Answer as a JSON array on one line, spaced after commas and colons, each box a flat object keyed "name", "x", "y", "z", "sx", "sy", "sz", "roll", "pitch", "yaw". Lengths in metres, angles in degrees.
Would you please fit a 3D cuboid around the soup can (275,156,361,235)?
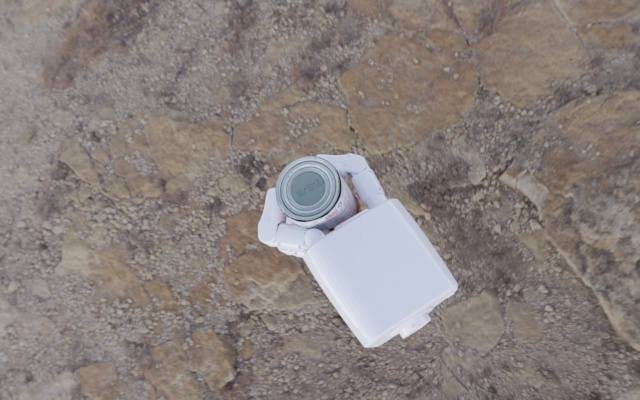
[{"name": "soup can", "x": 0.000, "y": 0.001, "z": 0.500, "sx": 0.068, "sy": 0.068, "sz": 0.102, "roll": 0, "pitch": -16, "yaw": 16}]
